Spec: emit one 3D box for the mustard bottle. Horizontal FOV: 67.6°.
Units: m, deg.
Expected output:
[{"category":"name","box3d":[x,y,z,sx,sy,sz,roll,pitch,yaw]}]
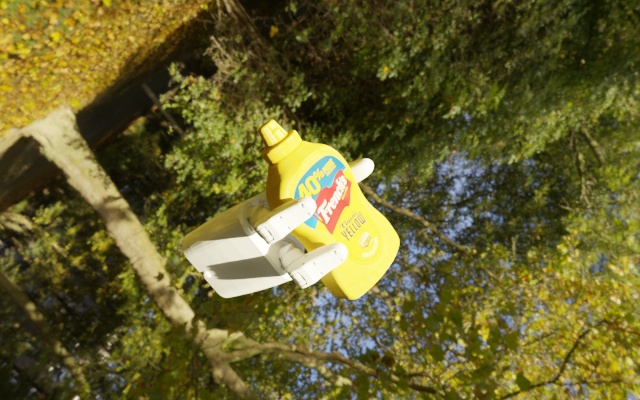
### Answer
[{"category":"mustard bottle","box3d":[0.000,0.002,0.484,0.096,0.192,0.058,-46,20,-29]}]
